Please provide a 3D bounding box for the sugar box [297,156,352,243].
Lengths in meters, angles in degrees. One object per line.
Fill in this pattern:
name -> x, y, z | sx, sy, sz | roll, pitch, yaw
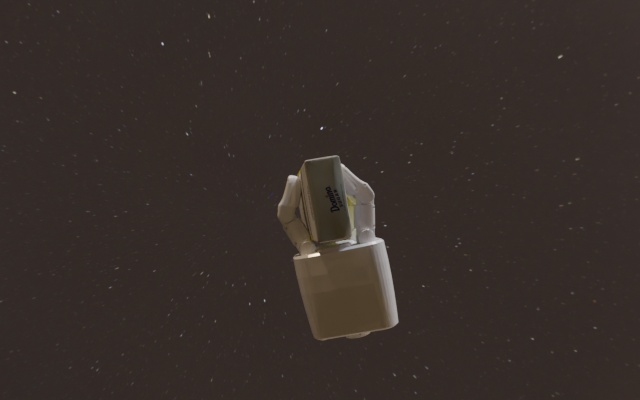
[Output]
sugar box -> 0.001, 0.002, 0.599 | 0.048, 0.093, 0.176 | -10, -1, -9
